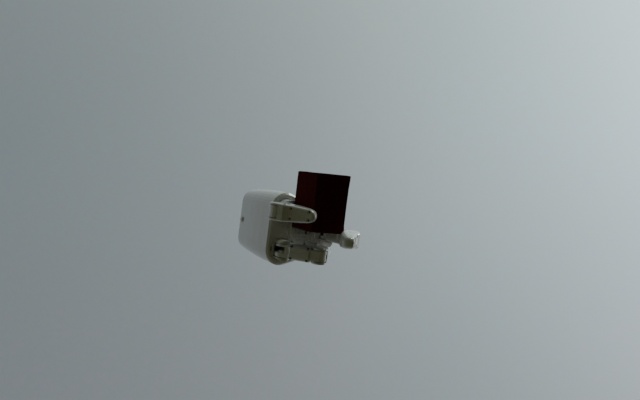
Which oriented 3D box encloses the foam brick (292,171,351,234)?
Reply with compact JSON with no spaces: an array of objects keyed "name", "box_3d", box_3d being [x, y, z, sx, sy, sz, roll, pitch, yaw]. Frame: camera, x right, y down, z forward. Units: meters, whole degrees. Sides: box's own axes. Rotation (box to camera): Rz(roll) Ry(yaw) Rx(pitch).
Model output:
[{"name":"foam brick","box_3d":[0.000,0.002,0.626,0.053,0.078,0.051,6,3,-33]}]
